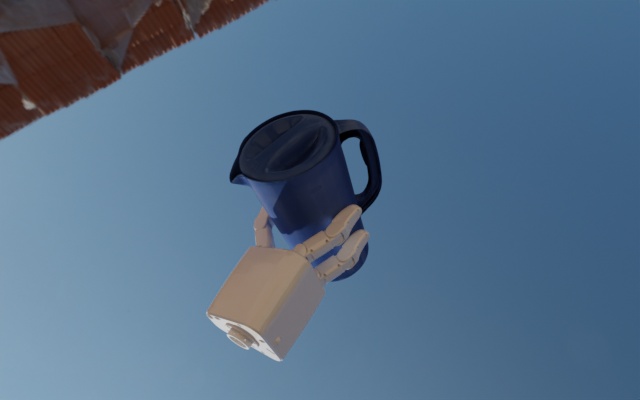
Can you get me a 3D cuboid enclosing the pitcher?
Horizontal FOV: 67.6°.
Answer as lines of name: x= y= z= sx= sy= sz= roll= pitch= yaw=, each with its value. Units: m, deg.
pitcher: x=0.000 y=0.002 z=0.664 sx=0.149 sy=0.145 sz=0.243 roll=12 pitch=-36 yaw=31
